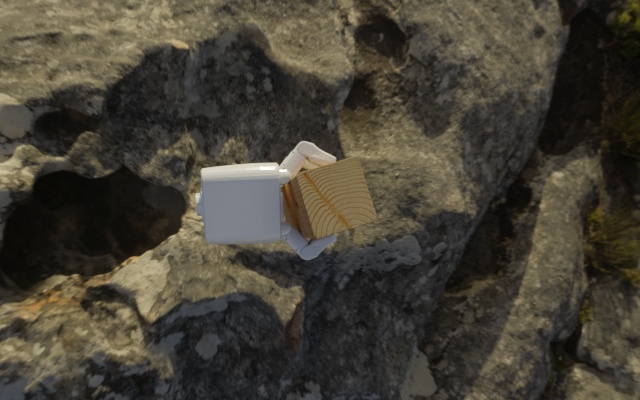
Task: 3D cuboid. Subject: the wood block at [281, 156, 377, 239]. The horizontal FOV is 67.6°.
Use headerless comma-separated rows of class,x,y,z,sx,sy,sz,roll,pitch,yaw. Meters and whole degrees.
wood block,0.000,0.003,0.716,0.090,0.091,0.206,-17,0,-12
